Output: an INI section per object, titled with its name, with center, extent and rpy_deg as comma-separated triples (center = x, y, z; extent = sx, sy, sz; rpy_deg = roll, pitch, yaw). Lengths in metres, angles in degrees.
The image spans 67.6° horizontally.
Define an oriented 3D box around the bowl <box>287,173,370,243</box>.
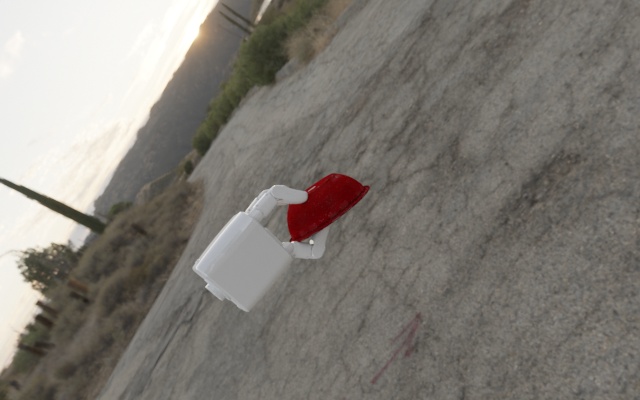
[bowl]
center = 0.001, 0.002, 0.788
extent = 0.162, 0.055, 0.162
rpy_deg = -35, 6, 4
